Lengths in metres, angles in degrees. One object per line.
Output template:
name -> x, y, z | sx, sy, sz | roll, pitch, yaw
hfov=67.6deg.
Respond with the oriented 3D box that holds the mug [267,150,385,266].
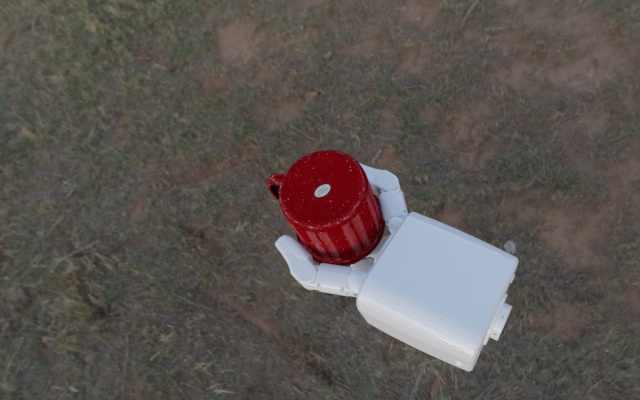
mug -> -0.001, 0.001, 0.455 | 0.117, 0.093, 0.081 | 23, -18, 24
